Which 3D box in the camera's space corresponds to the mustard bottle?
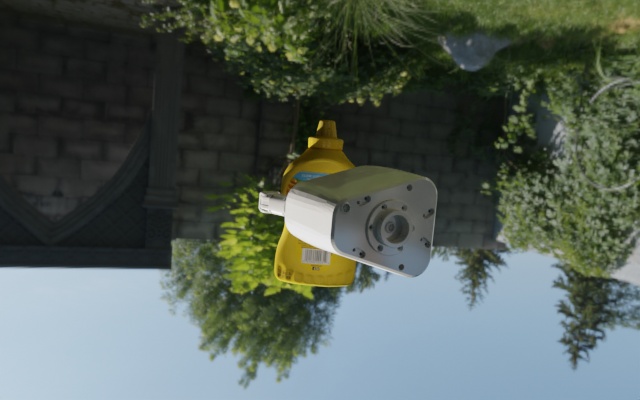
[{"bbox_3d":[0.000,0.002,0.566,0.096,0.191,0.058,5,6,0],"label":"mustard bottle"}]
